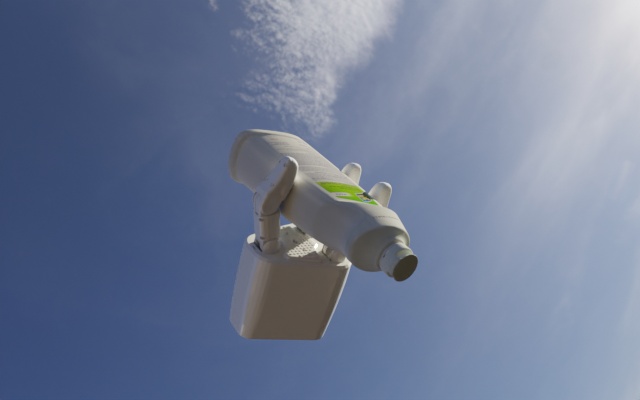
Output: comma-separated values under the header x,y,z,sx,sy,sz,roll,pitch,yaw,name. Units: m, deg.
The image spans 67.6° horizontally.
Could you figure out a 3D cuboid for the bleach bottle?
x,y,z,sx,sy,sz,roll,pitch,yaw,name
0.000,0.002,0.496,0.102,0.068,0.250,-1,28,-36,bleach bottle
